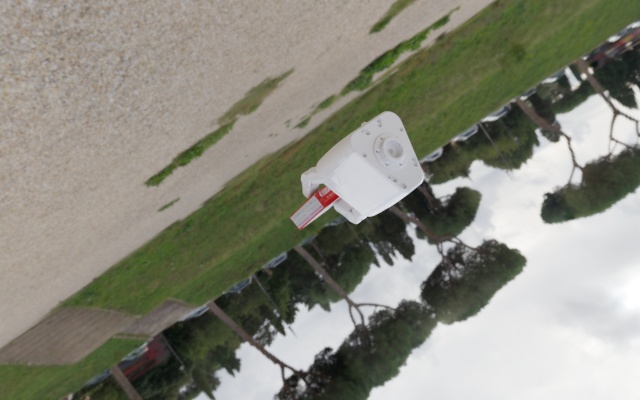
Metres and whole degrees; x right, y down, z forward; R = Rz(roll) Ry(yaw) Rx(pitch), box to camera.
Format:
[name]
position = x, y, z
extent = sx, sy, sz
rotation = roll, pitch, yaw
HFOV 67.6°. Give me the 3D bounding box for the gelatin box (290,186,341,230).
[gelatin box]
position = 0.000, 0.003, 0.766
extent = 0.073, 0.030, 0.089
rotation = -36, -5, -41
